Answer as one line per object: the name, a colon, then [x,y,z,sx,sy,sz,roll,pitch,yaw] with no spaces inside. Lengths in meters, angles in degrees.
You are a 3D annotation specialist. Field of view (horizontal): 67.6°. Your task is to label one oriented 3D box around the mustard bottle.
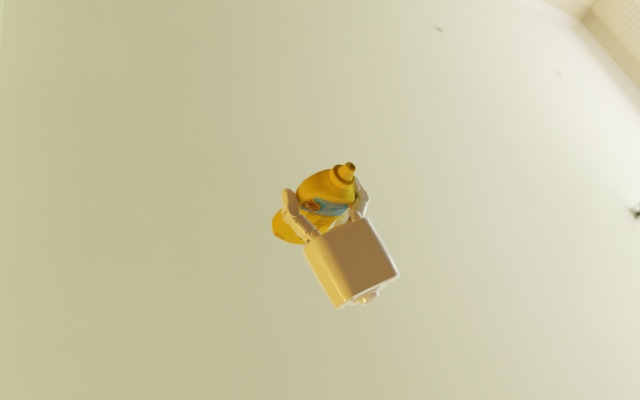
mustard bottle: [0.000,0.002,0.783,0.096,0.058,0.192,12,-40,-28]
